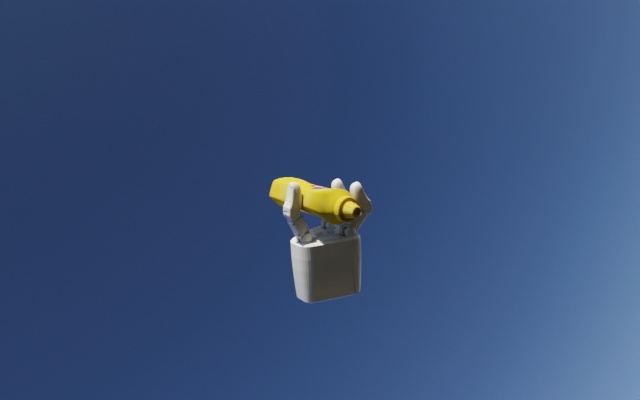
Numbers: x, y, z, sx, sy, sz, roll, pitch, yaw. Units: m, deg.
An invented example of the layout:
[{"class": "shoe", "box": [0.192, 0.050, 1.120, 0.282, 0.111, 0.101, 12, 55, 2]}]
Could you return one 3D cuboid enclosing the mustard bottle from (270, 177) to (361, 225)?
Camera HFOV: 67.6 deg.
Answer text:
[{"class": "mustard bottle", "box": [0.000, 0.002, 0.804, 0.096, 0.058, 0.191, 16, 0, -37]}]
